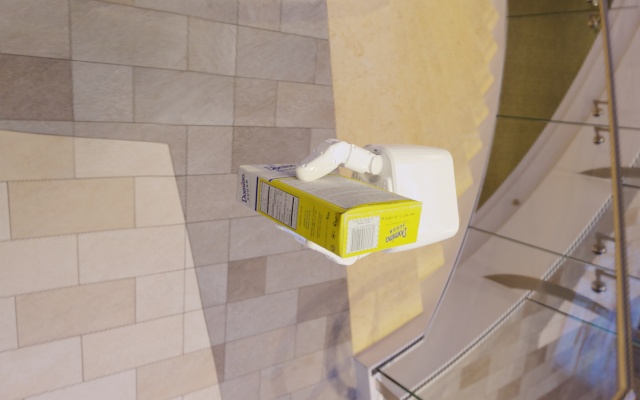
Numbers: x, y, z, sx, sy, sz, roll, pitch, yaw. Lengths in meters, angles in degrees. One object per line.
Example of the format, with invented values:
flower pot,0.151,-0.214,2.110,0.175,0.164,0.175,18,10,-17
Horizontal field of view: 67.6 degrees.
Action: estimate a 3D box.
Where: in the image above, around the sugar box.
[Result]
sugar box,0.000,0.002,0.464,0.093,0.048,0.176,-6,16,-37
